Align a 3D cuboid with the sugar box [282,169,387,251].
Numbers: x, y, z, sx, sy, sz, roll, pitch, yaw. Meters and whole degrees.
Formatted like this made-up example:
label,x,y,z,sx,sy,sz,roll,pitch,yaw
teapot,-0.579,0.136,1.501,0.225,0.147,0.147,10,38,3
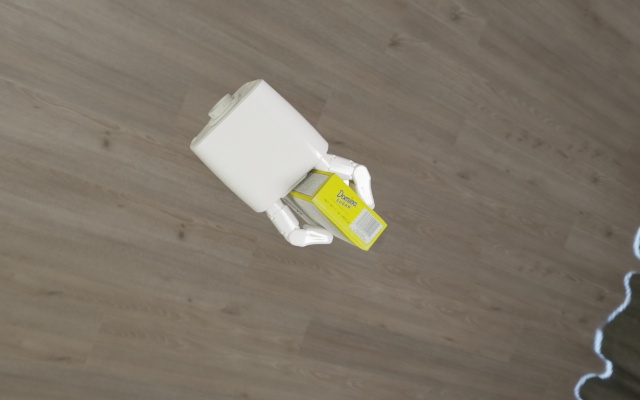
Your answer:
label,x,y,z,sx,sy,sz,roll,pitch,yaw
sugar box,0.000,0.001,0.594,0.093,0.048,0.176,45,-8,-22
